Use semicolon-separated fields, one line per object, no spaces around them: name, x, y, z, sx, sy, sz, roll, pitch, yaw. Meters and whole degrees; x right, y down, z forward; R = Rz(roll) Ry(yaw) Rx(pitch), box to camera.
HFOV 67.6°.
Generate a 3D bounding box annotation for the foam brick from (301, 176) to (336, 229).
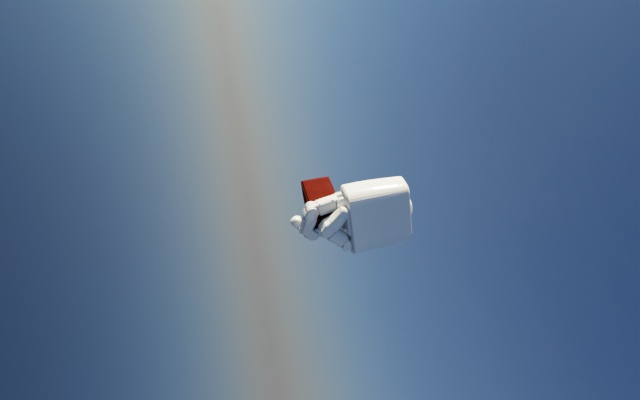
foam brick;0.000;0.003;0.834;0.051;0.053;0.078;-12;38;-6
